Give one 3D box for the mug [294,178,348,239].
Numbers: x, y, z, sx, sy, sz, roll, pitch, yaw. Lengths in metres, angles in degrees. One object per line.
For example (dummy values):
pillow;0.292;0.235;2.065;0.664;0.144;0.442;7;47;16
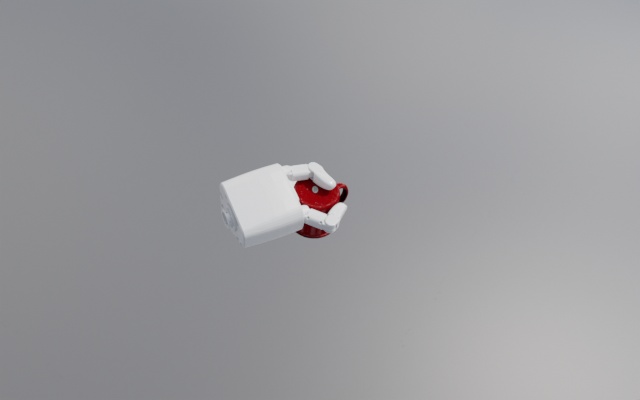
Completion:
mug;0.001;0.002;0.849;0.117;0.093;0.082;-21;-34;-23
